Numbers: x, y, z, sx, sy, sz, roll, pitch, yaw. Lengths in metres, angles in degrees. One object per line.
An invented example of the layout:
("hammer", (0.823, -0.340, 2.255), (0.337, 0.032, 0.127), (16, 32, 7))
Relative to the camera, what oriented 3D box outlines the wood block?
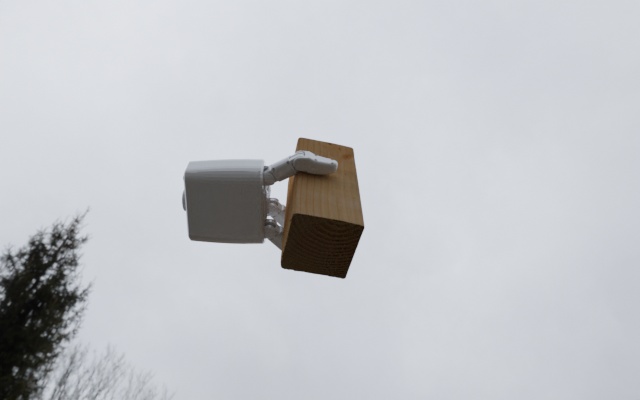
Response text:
("wood block", (0.000, 0.002, 0.674), (0.090, 0.091, 0.206), (11, 33, -8))
